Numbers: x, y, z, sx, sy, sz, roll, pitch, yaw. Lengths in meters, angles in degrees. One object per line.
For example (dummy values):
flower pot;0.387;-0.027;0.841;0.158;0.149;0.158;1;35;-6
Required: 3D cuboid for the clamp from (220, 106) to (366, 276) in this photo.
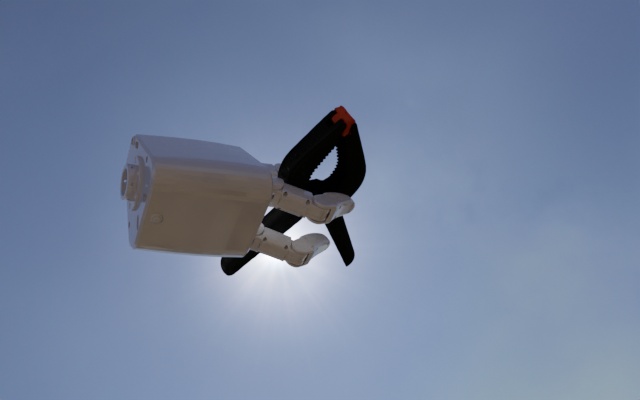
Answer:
clamp;0.000;0.001;0.506;0.164;0.210;0.036;6;35;-34
